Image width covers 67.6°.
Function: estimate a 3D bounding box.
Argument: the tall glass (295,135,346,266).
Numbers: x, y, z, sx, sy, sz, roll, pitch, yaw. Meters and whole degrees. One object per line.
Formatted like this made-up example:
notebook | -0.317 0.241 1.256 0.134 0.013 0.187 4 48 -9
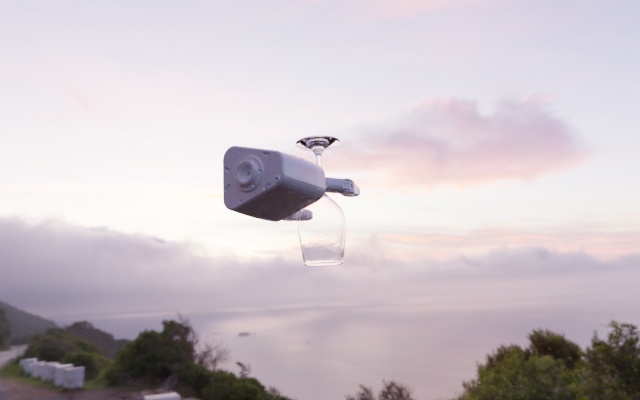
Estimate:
tall glass | 0.000 0.002 0.766 0.079 0.201 0.079 -3 -12 -1
